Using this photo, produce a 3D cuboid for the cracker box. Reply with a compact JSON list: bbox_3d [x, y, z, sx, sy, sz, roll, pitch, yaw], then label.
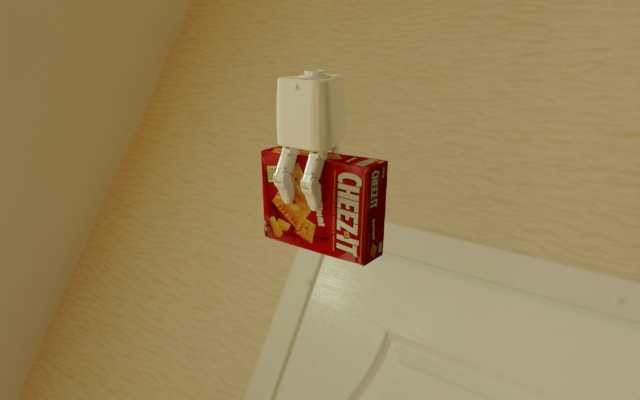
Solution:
[{"bbox_3d":[0.000,0.003,0.805,0.213,0.164,0.072,13,22,33],"label":"cracker box"}]
